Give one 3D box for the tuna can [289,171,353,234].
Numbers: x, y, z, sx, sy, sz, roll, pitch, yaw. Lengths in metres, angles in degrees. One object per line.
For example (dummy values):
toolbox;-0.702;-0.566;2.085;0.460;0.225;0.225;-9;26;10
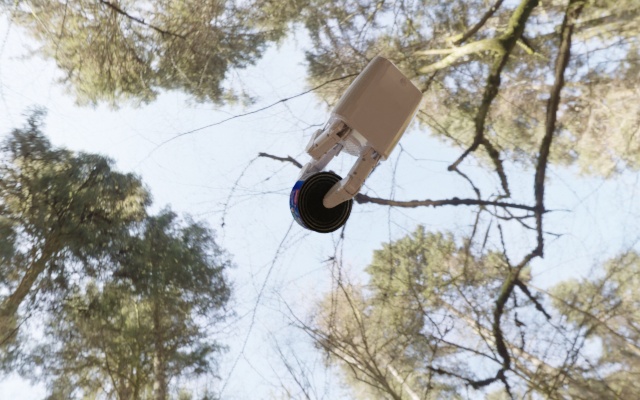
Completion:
tuna can;0.000;0.002;0.665;0.086;0.086;0.034;0;2;-27
